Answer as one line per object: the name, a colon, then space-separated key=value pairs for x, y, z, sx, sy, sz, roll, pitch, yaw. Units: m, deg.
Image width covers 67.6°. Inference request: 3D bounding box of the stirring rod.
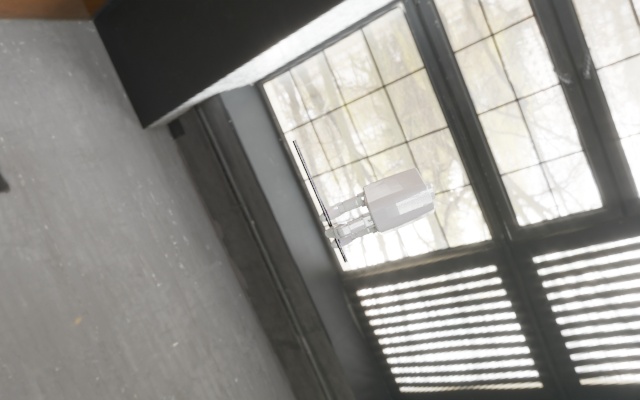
stirring rod: x=0.000 y=0.003 z=0.860 sx=0.011 sy=0.239 sz=0.011 roll=-23 pitch=6 yaw=3
